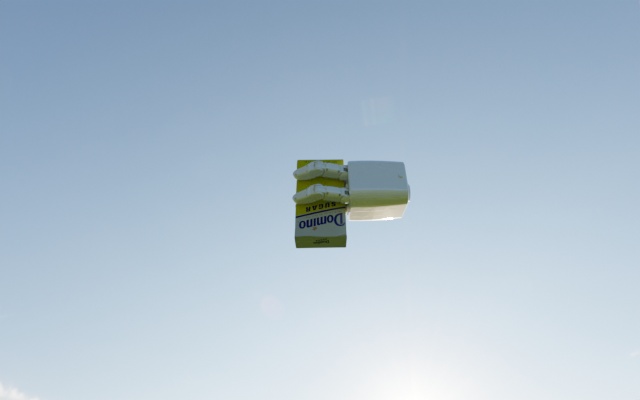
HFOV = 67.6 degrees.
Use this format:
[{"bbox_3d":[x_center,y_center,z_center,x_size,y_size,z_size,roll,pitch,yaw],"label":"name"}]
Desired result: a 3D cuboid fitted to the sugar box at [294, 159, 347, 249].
[{"bbox_3d":[0.000,0.002,0.881,0.093,0.176,0.048,-2,-38,0],"label":"sugar box"}]
